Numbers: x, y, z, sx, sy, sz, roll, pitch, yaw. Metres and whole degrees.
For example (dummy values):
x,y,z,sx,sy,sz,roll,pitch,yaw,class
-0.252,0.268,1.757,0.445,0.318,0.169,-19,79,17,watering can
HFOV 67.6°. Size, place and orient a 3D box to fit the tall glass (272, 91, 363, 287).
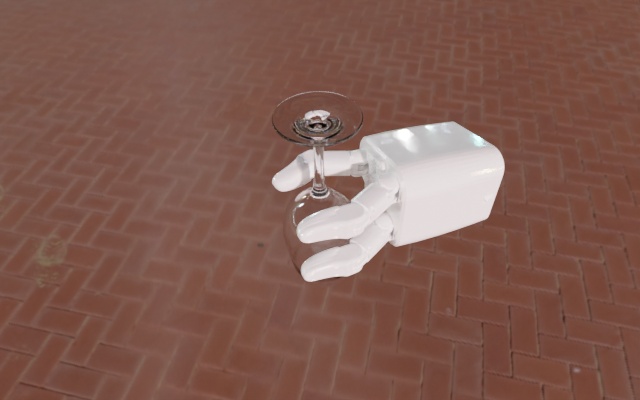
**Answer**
x,y,z,sx,sy,sz,roll,pitch,yaw,class
0.000,0.001,0.457,0.079,0.079,0.201,0,-44,1,tall glass
